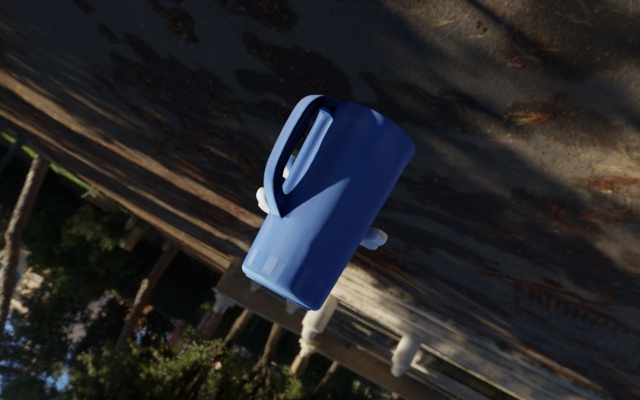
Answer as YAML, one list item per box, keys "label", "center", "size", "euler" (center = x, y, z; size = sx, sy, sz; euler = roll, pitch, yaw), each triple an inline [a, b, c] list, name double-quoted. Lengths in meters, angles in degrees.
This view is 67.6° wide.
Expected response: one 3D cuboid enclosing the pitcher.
- label: "pitcher"
  center: [0.000, 0.002, 0.588]
  size: [0.149, 0.242, 0.145]
  euler: [28, -12, 5]
